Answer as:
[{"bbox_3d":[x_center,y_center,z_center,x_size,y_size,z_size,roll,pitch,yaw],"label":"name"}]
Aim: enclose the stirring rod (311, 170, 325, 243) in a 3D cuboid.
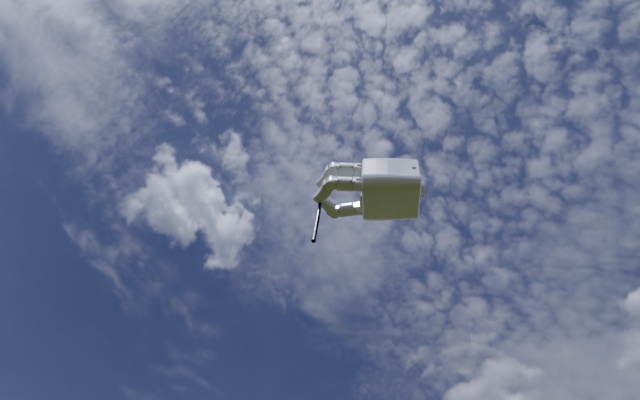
[{"bbox_3d":[0.000,0.003,0.893,0.011,0.011,0.239,0,32,7],"label":"stirring rod"}]
